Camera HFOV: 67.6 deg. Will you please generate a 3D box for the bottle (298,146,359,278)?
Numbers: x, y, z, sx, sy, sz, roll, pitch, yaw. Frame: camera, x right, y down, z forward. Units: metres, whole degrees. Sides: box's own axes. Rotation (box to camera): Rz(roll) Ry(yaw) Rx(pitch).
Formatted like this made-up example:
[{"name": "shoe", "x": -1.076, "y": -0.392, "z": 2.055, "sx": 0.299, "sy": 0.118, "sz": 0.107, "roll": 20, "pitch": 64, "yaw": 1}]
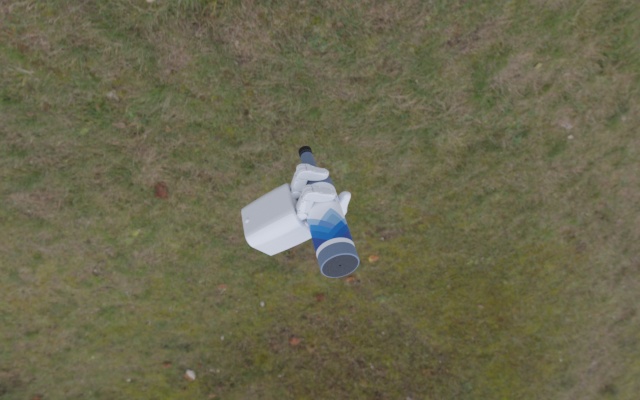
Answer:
[{"name": "bottle", "x": 0.000, "y": 0.003, "z": 0.884, "sx": 0.069, "sy": 0.295, "sz": 0.069, "roll": -9, "pitch": -42, "yaw": -9}]
